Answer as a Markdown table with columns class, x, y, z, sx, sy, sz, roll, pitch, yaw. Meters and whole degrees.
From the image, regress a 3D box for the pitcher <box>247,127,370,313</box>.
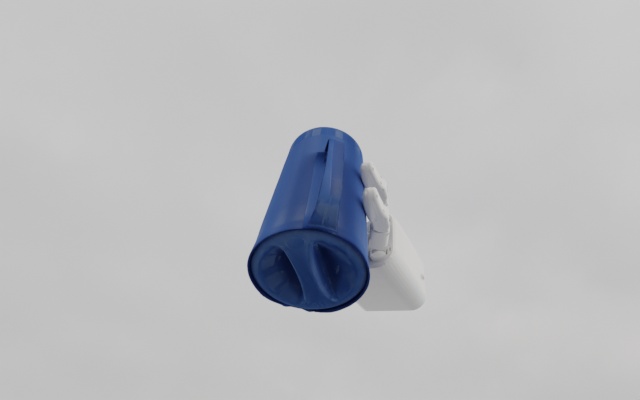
| class | x | y | z | sx | sy | sz | roll | pitch | yaw |
| --- | --- | --- | --- | --- | --- | --- | --- | --- | --- |
| pitcher | 0.000 | 0.002 | 0.597 | 0.149 | 0.145 | 0.242 | -25 | 32 | 24 |
